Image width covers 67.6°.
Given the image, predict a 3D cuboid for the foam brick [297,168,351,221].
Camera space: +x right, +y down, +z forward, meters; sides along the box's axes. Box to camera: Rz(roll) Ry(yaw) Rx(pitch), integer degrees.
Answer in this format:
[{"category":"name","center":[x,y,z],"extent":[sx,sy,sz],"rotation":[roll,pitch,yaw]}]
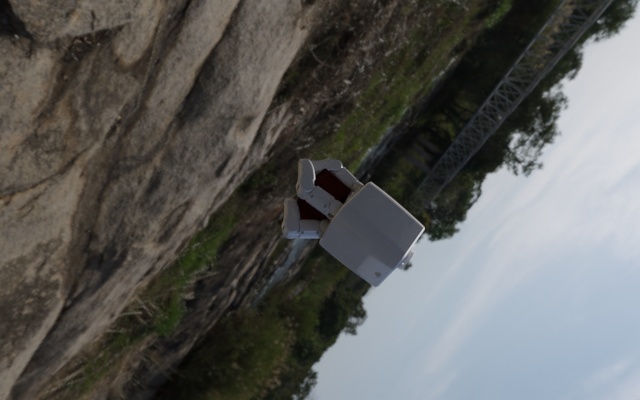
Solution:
[{"category":"foam brick","center":[0.000,0.002,0.707],"extent":[0.053,0.051,0.078],"rotation":[-42,-12,-33]}]
